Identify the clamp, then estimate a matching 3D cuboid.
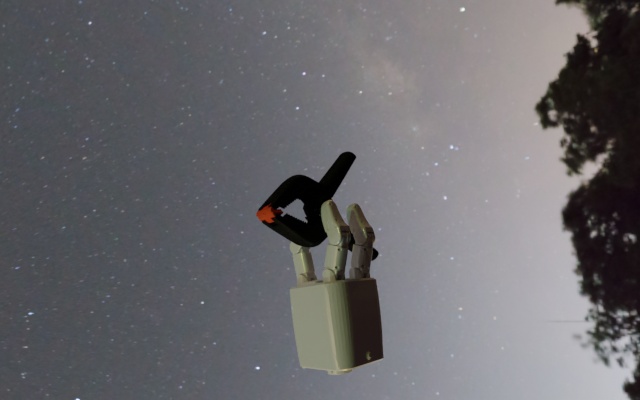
[{"bbox_3d":[-0.001,0.002,0.640,0.036,0.164,0.210,-19,-17,39],"label":"clamp"}]
